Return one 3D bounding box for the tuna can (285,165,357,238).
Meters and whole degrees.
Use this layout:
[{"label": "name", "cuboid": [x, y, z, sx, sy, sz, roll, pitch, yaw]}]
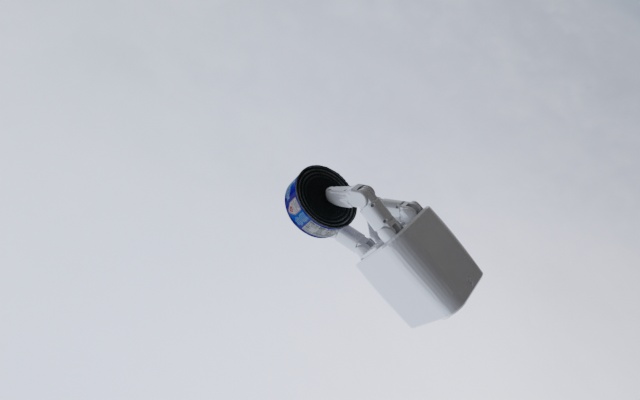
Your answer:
[{"label": "tuna can", "cuboid": [0.000, 0.002, 0.580, 0.086, 0.086, 0.034, 0, -28, -36]}]
